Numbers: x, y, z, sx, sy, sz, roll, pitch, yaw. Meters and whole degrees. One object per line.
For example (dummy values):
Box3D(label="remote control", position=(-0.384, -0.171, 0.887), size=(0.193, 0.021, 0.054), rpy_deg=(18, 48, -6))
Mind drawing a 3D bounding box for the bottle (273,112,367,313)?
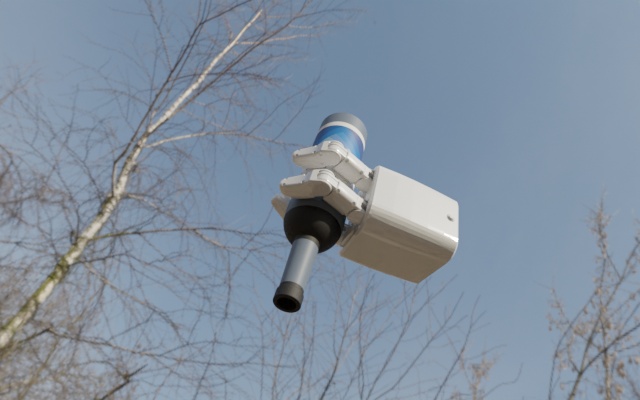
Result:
Box3D(label="bottle", position=(0.000, 0.002, 0.551), size=(0.069, 0.069, 0.295), rpy_deg=(0, 40, 16))
